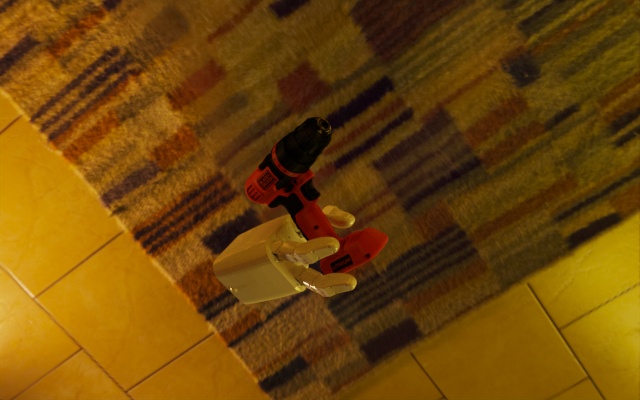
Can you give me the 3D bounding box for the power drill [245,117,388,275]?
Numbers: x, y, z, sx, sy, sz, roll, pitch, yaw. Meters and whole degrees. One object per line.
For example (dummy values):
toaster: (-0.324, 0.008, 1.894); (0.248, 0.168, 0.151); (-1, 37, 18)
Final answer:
power drill: (0.000, 0.003, 0.618); (0.057, 0.187, 0.184); (-40, 2, -40)
